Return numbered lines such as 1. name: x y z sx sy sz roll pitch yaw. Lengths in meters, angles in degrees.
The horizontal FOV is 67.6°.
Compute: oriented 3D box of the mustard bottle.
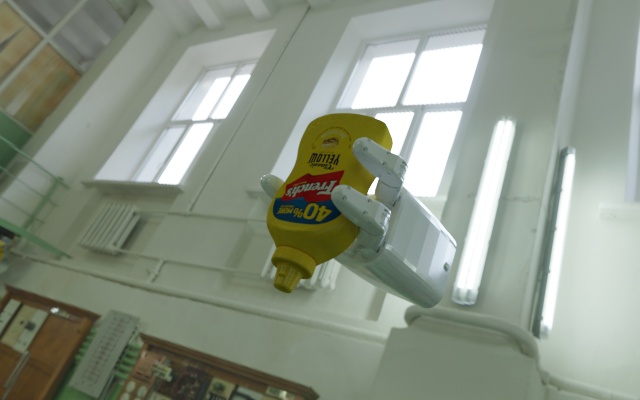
1. mustard bottle: 0.000 0.001 0.468 0.096 0.191 0.058 7 -31 29
